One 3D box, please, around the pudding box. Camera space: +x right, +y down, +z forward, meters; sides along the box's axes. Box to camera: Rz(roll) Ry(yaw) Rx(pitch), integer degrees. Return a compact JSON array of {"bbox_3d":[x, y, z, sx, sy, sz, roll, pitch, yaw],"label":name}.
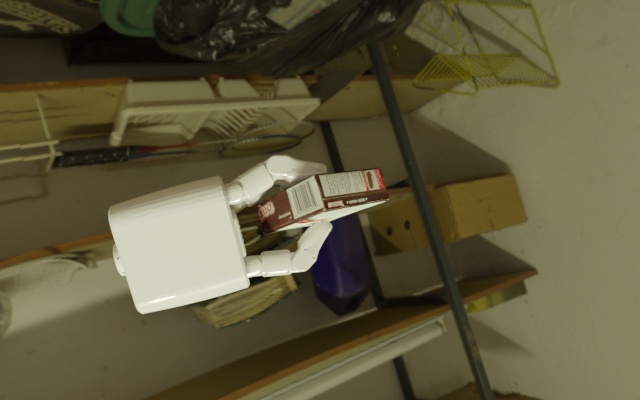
[{"bbox_3d":[0.000,0.002,0.495,0.090,0.039,0.113,-10,-7,-39],"label":"pudding box"}]
